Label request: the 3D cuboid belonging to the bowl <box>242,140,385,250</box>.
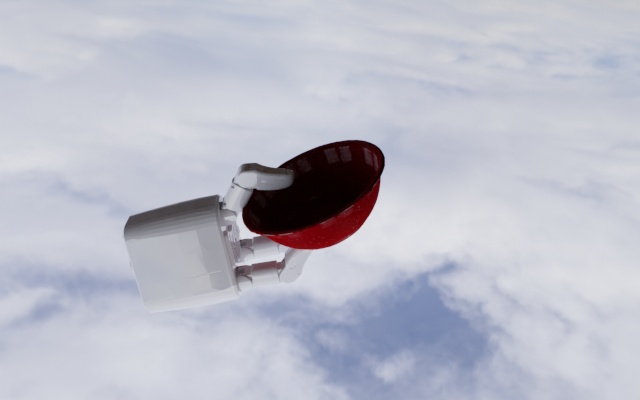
[{"bbox_3d":[0.001,0.002,0.508,0.162,0.055,0.162,-20,30,12],"label":"bowl"}]
